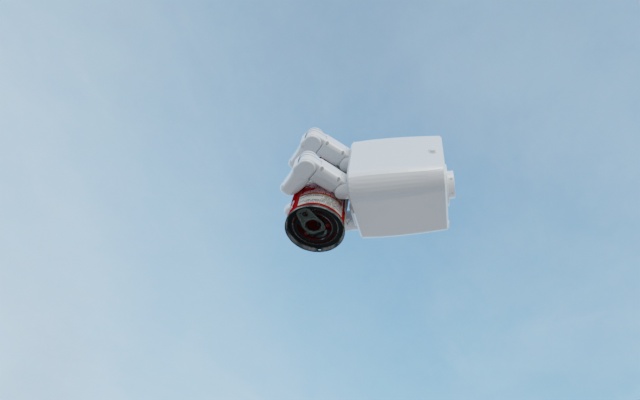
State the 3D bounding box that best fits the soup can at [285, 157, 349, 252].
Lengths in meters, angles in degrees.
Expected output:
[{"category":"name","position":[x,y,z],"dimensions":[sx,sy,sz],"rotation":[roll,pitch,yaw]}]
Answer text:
[{"category":"soup can","position":[0.000,0.002,0.567],"dimensions":[0.068,0.069,0.102],"rotation":[0,38,10]}]
